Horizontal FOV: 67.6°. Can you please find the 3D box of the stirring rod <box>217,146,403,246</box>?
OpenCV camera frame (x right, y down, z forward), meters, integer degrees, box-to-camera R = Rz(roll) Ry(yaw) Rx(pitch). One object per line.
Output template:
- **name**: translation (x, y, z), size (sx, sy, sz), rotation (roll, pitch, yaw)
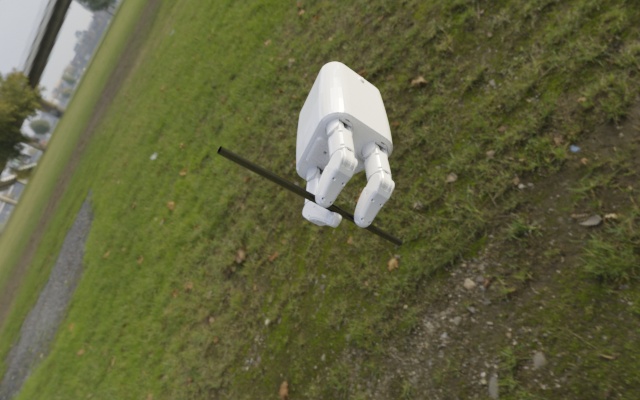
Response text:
- **stirring rod**: translation (0.000, 0.002, 0.498), size (0.239, 0.011, 0.011), rotation (27, -14, -30)
